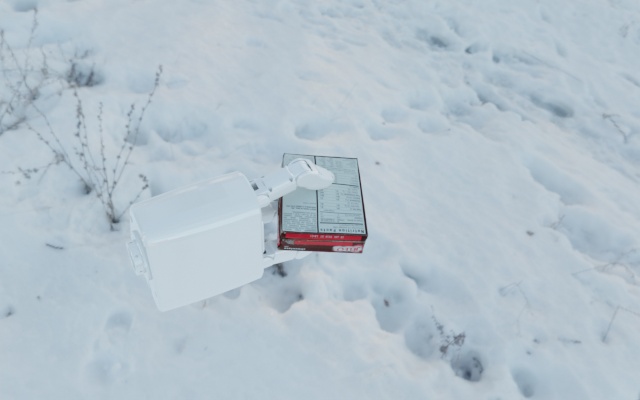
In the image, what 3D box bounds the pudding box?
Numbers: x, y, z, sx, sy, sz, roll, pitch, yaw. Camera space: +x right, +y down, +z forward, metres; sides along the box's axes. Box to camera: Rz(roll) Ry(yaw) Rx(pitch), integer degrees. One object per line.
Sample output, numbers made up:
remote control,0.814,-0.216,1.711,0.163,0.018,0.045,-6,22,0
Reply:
pudding box,0.000,0.002,0.515,0.090,0.113,0.039,4,-38,-8
